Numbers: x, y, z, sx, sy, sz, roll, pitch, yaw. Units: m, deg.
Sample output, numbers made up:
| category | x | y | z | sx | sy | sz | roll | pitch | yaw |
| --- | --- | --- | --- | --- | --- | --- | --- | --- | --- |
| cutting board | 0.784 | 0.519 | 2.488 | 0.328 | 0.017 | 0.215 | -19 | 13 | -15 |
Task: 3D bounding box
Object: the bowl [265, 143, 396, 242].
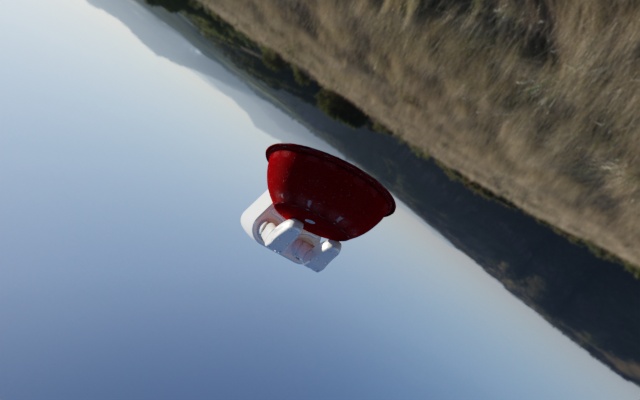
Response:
| category | x | y | z | sx | sy | sz | roll | pitch | yaw |
| --- | --- | --- | --- | --- | --- | --- | --- | --- | --- |
| bowl | 0.000 | 0.002 | 0.536 | 0.162 | 0.055 | 0.162 | 23 | -17 | 7 |
